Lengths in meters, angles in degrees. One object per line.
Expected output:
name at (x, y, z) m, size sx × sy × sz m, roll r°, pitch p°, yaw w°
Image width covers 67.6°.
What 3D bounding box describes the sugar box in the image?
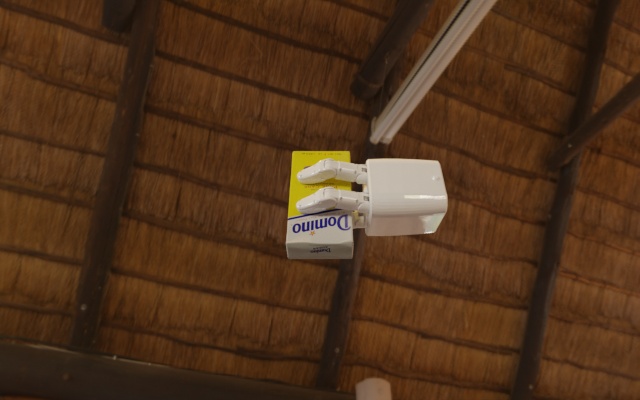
sugar box at (0.000, 0.002, 0.706) m, size 0.093 × 0.176 × 0.048 m, roll -1°, pitch -42°, yaw 1°
